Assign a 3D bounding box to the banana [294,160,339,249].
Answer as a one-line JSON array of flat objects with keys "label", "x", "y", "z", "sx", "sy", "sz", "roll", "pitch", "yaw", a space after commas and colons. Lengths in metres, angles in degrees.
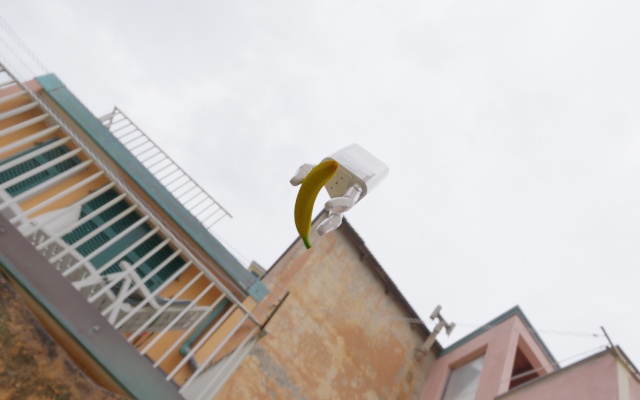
[{"label": "banana", "x": -0.014, "y": -0.004, "z": 0.881, "sx": 0.069, "sy": 0.198, "sz": 0.037, "roll": 36, "pitch": 39, "yaw": 26}]
